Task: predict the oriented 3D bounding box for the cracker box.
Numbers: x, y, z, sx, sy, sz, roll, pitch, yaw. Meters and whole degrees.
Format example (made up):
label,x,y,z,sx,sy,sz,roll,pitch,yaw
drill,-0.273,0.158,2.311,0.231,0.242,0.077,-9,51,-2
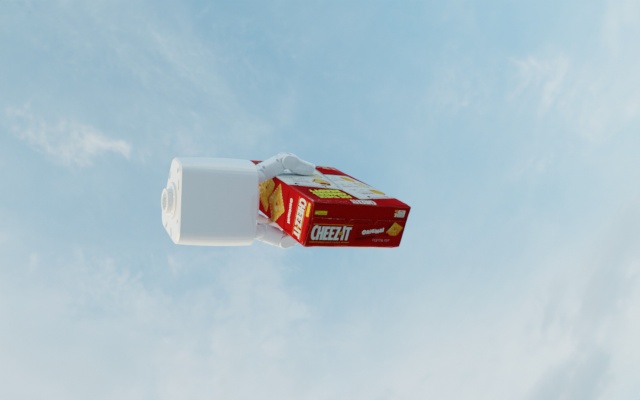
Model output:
label,x,y,z,sx,sy,sz,roll,pitch,yaw
cracker box,0.000,0.002,0.714,0.164,0.072,0.213,3,17,-32
